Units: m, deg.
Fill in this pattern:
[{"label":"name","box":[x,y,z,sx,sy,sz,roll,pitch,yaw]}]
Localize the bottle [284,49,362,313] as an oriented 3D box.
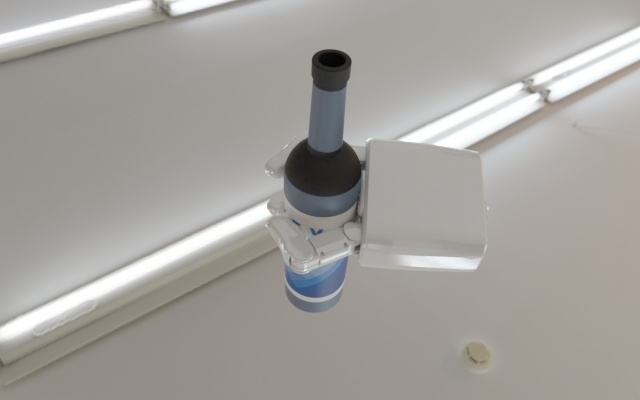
[{"label":"bottle","box":[0.000,0.002,0.434,0.069,0.069,0.296,0,-41,-4]}]
